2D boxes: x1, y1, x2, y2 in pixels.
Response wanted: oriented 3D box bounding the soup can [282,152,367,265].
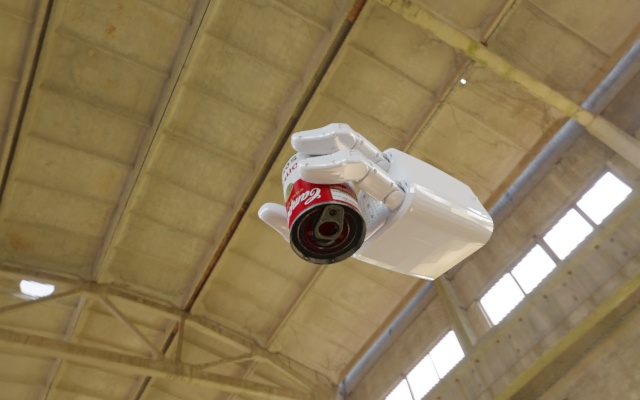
[{"bbox_3d":[0.000,0.001,0.451,0.068,0.068,0.102,0,34,-9],"label":"soup can"}]
